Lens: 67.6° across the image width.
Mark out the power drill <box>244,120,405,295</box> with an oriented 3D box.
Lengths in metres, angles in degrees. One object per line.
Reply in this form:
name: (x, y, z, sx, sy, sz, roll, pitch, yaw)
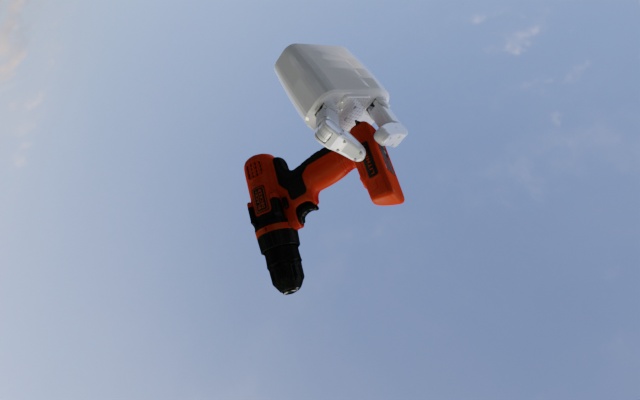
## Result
power drill: (0.000, 0.001, 0.574, 0.188, 0.184, 0.057, -23, -19, 18)
